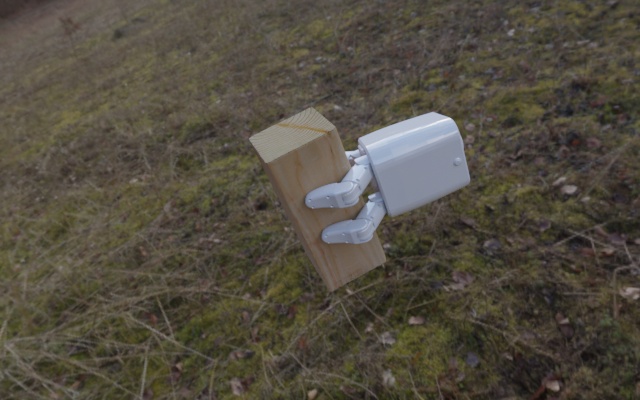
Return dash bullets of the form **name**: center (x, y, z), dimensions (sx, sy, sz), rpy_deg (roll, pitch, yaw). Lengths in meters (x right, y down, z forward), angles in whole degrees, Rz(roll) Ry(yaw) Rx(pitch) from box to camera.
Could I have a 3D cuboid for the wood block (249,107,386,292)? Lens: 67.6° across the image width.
- **wood block**: center (0.000, 0.002, 0.606), dimensions (0.090, 0.206, 0.090), rpy_deg (-28, 32, -6)
